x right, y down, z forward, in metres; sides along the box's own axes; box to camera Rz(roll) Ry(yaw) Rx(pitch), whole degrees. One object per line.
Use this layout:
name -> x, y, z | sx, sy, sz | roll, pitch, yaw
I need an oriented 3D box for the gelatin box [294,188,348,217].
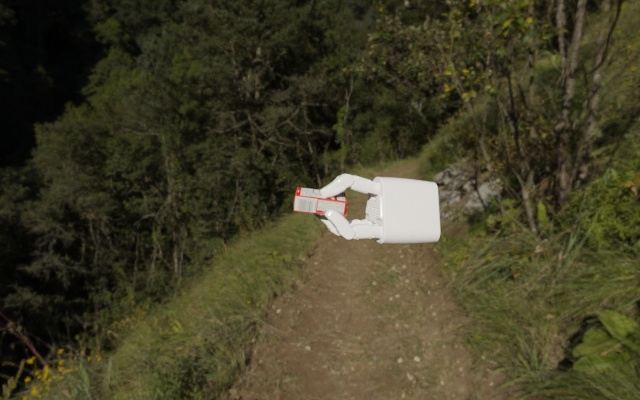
gelatin box -> 0.000, 0.002, 0.819 | 0.089, 0.030, 0.073 | 7, 13, -2
